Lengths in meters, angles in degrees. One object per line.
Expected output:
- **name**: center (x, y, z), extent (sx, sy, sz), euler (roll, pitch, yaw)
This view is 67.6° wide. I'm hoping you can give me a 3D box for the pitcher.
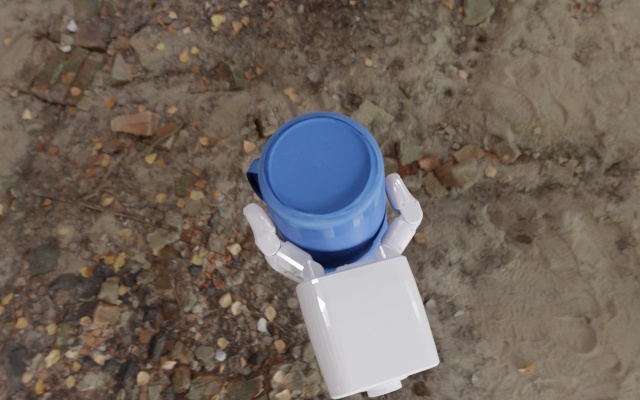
- **pitcher**: center (0.000, 0.002, 0.512), extent (0.149, 0.145, 0.243), euler (-17, -18, 0)
